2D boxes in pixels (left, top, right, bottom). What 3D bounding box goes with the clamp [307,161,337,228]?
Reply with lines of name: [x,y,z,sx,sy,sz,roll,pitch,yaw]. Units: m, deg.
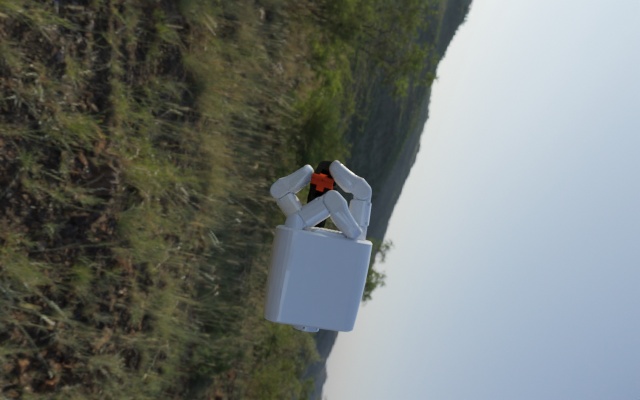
clamp: [0.001,0.002,0.642,0.039,0.120,0.171,10,-2,6]
